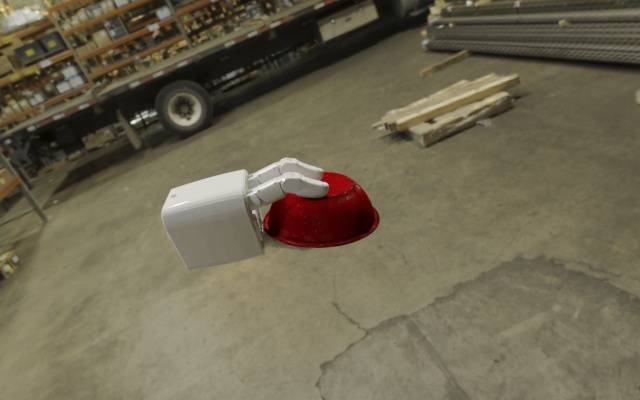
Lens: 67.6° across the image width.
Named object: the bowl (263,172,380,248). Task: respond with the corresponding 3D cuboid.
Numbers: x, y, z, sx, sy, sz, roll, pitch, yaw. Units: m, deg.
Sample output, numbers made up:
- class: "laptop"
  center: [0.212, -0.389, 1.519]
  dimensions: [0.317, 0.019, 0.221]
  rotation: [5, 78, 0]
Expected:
- class: "bowl"
  center: [0.001, 0.001, 0.649]
  dimensions: [0.162, 0.055, 0.162]
  rotation: [-2, 24, 1]
